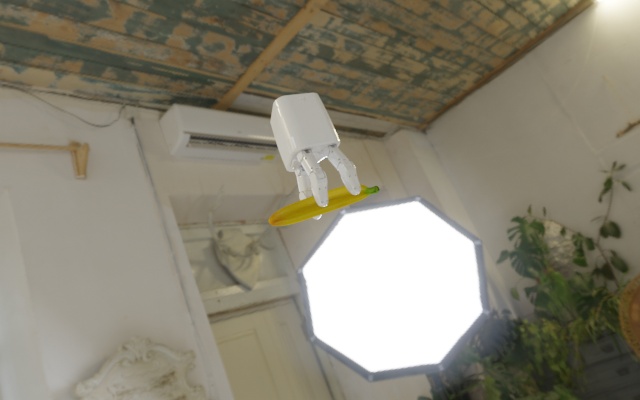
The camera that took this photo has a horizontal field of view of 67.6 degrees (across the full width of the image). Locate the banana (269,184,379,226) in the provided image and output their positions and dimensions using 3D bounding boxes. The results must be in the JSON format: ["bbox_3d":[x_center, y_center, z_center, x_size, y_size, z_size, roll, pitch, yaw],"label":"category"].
[{"bbox_3d":[0.002,0.004,0.843,0.198,0.037,0.069,-19,-7,-7],"label":"banana"}]
